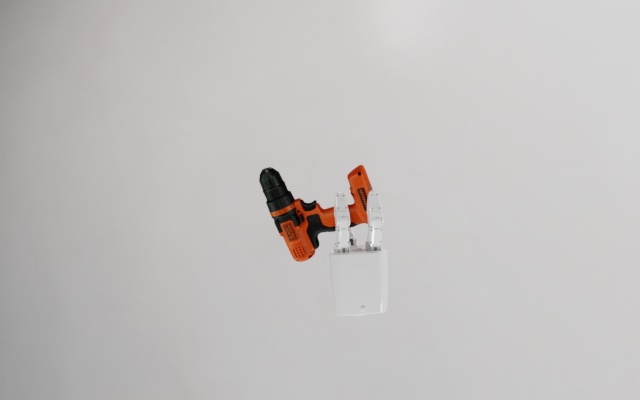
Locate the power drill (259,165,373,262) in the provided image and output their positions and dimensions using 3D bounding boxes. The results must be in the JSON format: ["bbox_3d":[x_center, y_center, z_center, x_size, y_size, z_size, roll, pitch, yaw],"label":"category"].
[{"bbox_3d":[0.001,0.003,0.849,0.187,0.184,0.057,-20,15,14],"label":"power drill"}]
